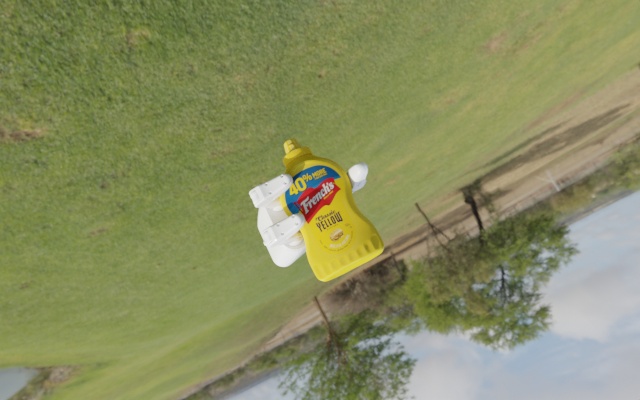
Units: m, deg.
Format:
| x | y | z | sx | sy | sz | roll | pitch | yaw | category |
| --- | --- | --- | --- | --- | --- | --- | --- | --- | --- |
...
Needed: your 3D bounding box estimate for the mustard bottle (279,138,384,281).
| x | y | z | sx | sy | sz | roll | pitch | yaw | category |
| --- | --- | --- | --- | --- | --- | --- | --- | --- | --- |
| 0.000 | 0.002 | 0.630 | 0.096 | 0.191 | 0.058 | -28 | -15 | 3 | mustard bottle |
